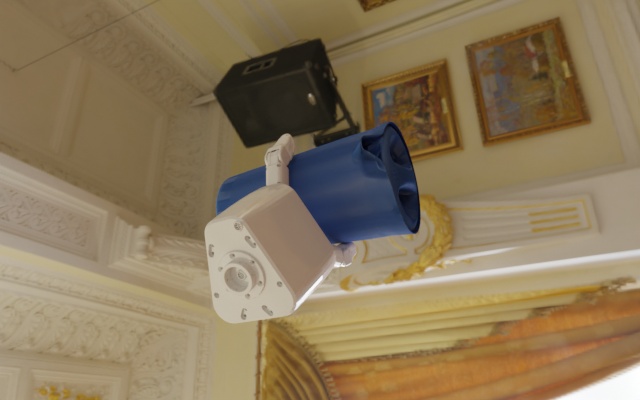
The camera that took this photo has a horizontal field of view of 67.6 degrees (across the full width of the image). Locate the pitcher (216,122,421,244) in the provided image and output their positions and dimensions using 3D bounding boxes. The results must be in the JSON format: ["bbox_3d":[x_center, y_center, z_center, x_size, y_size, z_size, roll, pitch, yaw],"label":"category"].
[{"bbox_3d":[0.000,0.002,0.606,0.243,0.149,0.145,-13,14,24],"label":"pitcher"}]
